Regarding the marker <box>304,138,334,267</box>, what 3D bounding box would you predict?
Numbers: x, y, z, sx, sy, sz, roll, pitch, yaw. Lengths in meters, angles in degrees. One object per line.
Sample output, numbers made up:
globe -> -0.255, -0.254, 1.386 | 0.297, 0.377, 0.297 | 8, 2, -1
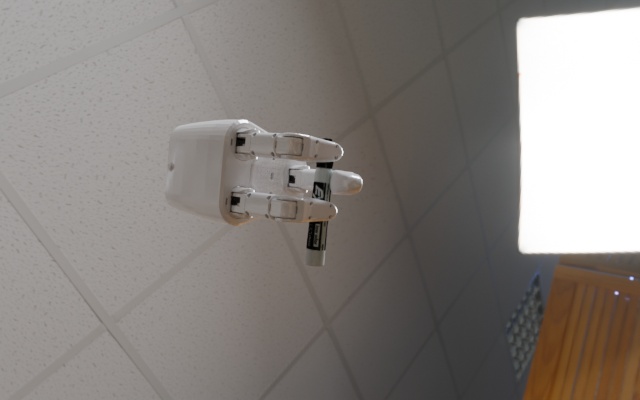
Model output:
marker -> 0.000, 0.001, 0.454 | 0.020, 0.121, 0.020 | 6, 2, 0
